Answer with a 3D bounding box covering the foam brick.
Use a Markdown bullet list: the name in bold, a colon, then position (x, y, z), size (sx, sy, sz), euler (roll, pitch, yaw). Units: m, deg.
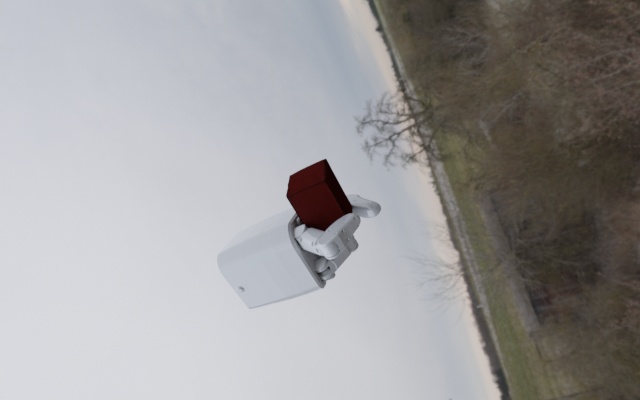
- **foam brick**: position (0.000, 0.002, 0.568), size (0.051, 0.078, 0.053), euler (-21, 29, 16)
